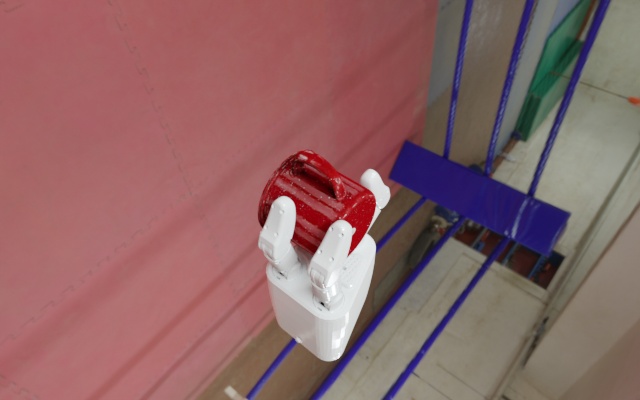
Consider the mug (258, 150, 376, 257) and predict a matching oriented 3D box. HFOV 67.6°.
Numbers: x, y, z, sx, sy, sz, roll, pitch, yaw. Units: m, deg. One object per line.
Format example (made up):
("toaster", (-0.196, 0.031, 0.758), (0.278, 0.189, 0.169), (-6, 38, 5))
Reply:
("mug", (0.000, 0.001, 0.454), (0.081, 0.117, 0.093), (31, 56, 25))
